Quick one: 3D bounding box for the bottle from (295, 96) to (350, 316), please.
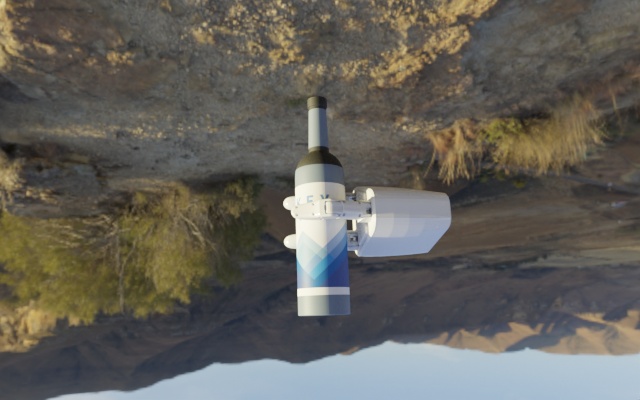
[{"bbox_3d":[0.000,0.002,0.639,0.069,0.295,0.069,-2,-13,0],"label":"bottle"}]
